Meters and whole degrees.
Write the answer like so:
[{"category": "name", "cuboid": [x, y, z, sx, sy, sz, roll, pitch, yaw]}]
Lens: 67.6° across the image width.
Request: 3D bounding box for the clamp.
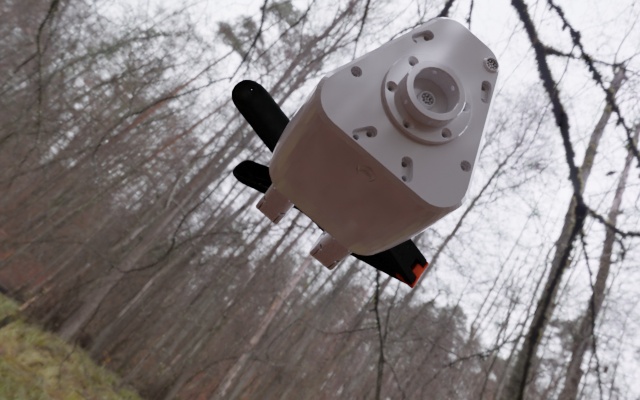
[{"category": "clamp", "cuboid": [0.001, 0.001, 0.420, 0.210, 0.036, 0.164, 40, -20, -2]}]
